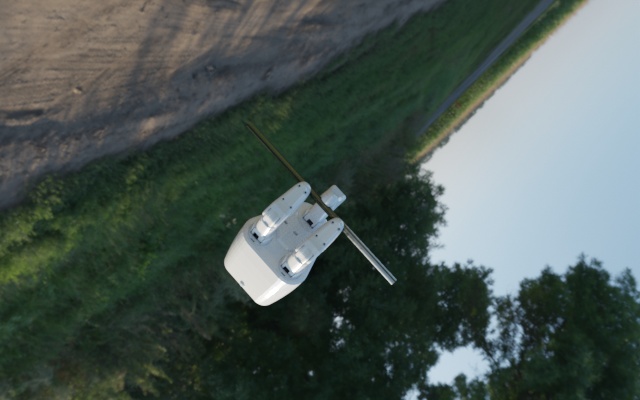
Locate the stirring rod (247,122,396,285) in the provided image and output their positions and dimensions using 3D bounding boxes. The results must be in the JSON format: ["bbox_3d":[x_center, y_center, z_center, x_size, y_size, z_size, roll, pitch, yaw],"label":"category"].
[{"bbox_3d":[0.000,0.002,0.535,0.011,0.239,0.011,-42,-4,-3],"label":"stirring rod"}]
